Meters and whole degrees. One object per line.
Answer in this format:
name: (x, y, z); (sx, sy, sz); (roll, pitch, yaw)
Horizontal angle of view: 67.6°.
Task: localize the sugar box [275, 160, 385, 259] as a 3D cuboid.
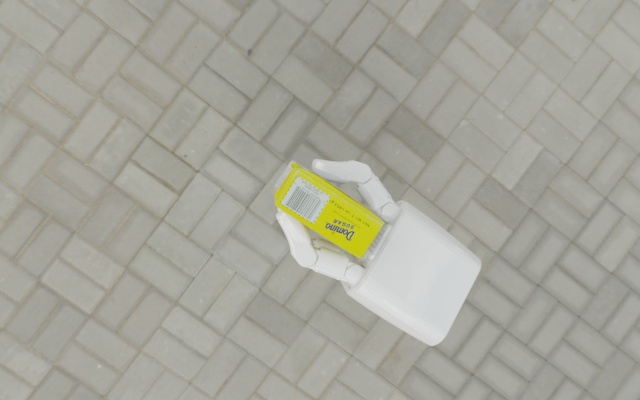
sugar box: (0.000, 0.002, 0.495); (0.093, 0.048, 0.176); (33, 0, -7)
